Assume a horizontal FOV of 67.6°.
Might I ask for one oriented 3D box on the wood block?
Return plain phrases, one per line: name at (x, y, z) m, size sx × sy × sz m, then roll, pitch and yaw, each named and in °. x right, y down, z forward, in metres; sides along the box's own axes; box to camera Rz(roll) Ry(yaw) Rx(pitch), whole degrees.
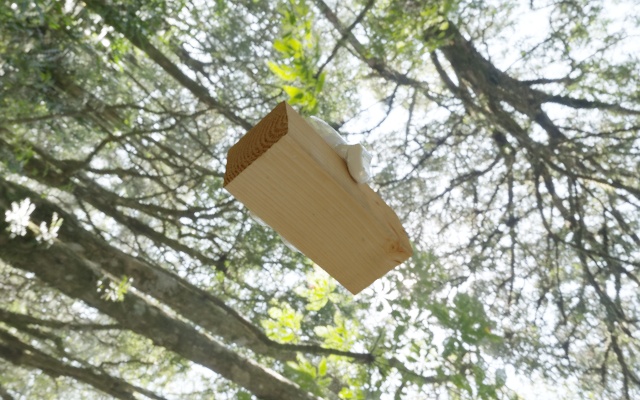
wood block at (0.000, 0.001, 0.534) m, size 0.206 × 0.091 × 0.090 m, roll 42°, pitch 19°, yaw -27°
